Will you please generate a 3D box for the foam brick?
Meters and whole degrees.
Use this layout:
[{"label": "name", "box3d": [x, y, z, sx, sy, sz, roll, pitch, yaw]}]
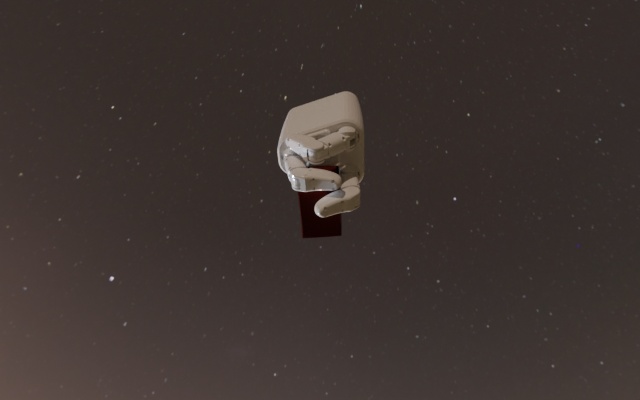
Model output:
[{"label": "foam brick", "box3d": [0.000, 0.002, 0.611, 0.053, 0.078, 0.051, -2, 34, 2]}]
